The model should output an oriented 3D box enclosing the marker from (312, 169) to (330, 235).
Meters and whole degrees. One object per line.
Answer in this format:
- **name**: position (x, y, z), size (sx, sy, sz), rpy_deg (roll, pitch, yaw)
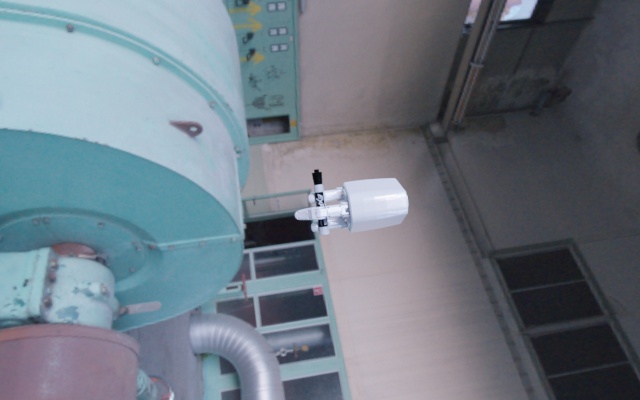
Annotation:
- **marker**: position (0.000, 0.003, 0.877), size (0.020, 0.121, 0.020), rpy_deg (-7, 3, 0)
